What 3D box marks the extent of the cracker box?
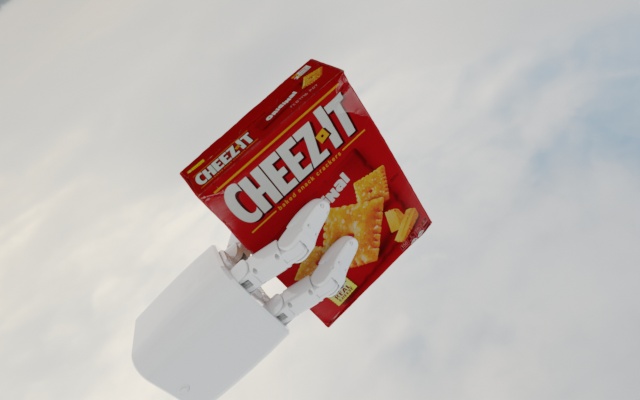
[{"bbox_3d":[0.000,0.002,0.470,0.214,0.164,0.072,52,-9,-36],"label":"cracker box"}]
